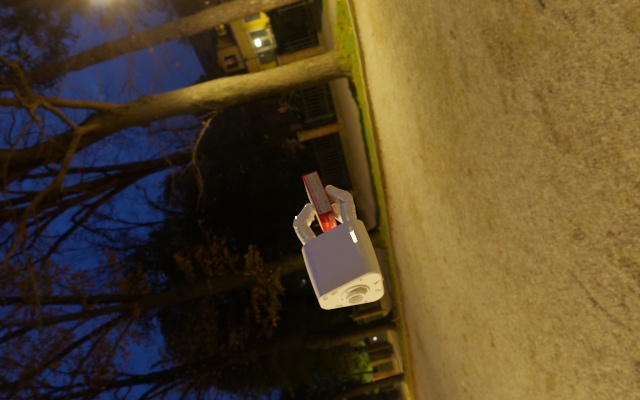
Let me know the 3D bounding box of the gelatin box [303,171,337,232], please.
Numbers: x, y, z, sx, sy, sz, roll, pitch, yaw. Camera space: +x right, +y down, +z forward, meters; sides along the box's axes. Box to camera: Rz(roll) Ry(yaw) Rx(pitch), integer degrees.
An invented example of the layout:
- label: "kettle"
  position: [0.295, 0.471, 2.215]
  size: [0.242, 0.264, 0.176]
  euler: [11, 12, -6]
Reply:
- label: "gelatin box"
  position: [0.000, 0.003, 0.854]
  size: [0.030, 0.089, 0.073]
  euler: [-22, -27, -3]
